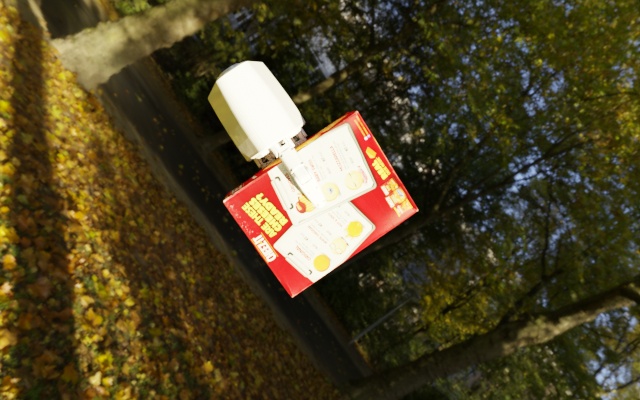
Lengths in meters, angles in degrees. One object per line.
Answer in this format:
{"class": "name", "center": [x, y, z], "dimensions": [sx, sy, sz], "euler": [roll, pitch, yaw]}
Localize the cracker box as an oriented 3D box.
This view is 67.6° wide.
{"class": "cracker box", "center": [0.000, 0.002, 0.666], "dimensions": [0.213, 0.164, 0.072], "euler": [-34, 11, -2]}
